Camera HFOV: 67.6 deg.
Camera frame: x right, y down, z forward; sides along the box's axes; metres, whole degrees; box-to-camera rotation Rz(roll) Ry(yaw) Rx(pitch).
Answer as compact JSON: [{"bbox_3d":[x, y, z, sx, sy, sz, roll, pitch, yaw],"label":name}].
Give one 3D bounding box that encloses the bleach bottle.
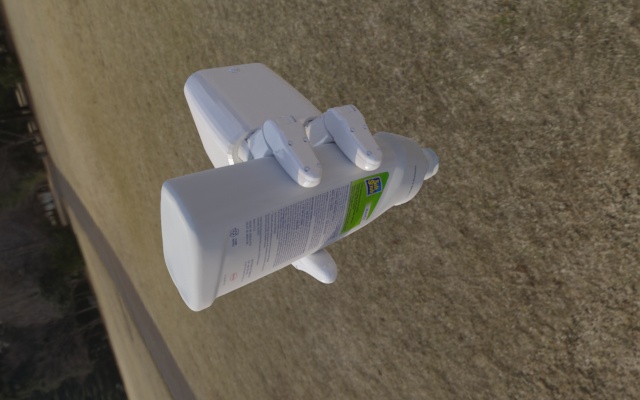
[{"bbox_3d":[0.000,0.001,0.402,0.251,0.103,0.068,-17,49,-31],"label":"bleach bottle"}]
